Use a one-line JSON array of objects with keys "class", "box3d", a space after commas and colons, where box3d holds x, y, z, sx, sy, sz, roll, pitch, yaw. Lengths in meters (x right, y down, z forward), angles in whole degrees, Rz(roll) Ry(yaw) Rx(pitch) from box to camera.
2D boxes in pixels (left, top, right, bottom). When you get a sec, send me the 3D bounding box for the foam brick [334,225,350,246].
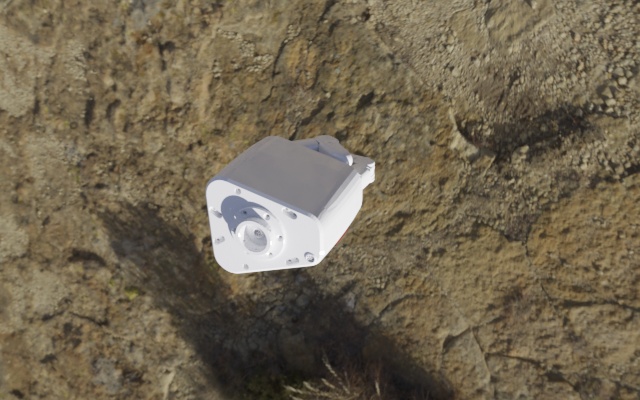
[{"class": "foam brick", "box3d": [0.000, 0.002, 0.513, 0.053, 0.078, 0.051, 7, 26, 18]}]
